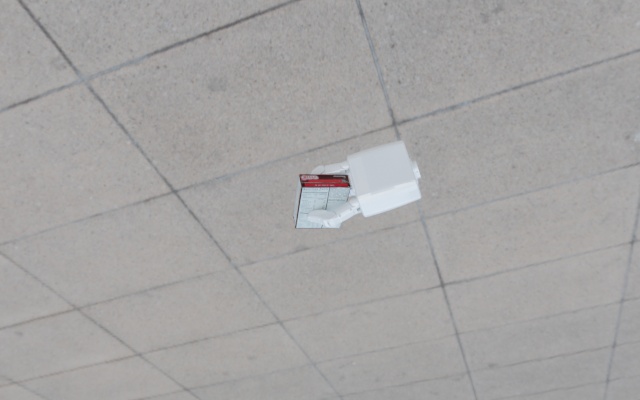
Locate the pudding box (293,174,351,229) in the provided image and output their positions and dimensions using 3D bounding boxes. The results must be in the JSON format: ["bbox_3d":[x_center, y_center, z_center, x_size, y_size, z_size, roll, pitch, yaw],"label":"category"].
[{"bbox_3d":[0.000,0.003,0.869,0.090,0.114,0.039,1,43,-11],"label":"pudding box"}]
